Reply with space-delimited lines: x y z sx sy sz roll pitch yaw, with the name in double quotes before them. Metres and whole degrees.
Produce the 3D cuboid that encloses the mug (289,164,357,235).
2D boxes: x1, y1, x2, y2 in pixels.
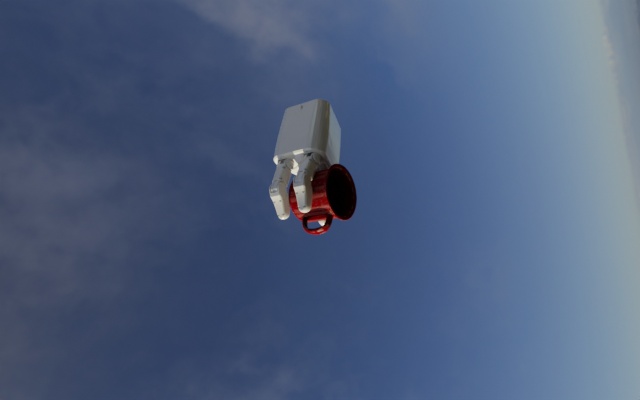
"mug" 0.000 0.004 0.785 0.081 0.117 0.093 -10 -32 34
